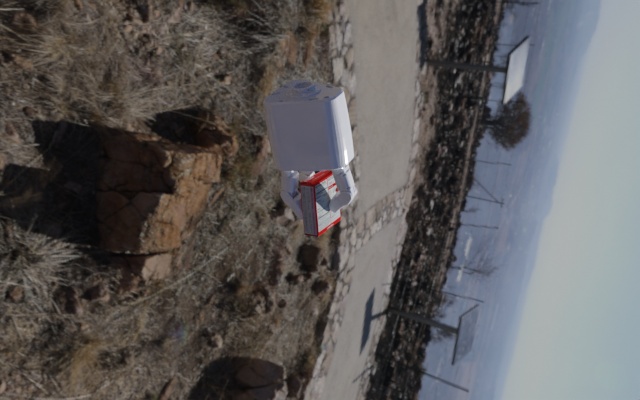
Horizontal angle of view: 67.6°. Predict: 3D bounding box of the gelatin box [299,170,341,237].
[{"bbox_3d":[0.001,0.003,0.756,0.030,0.089,0.073,7,23,30],"label":"gelatin box"}]
